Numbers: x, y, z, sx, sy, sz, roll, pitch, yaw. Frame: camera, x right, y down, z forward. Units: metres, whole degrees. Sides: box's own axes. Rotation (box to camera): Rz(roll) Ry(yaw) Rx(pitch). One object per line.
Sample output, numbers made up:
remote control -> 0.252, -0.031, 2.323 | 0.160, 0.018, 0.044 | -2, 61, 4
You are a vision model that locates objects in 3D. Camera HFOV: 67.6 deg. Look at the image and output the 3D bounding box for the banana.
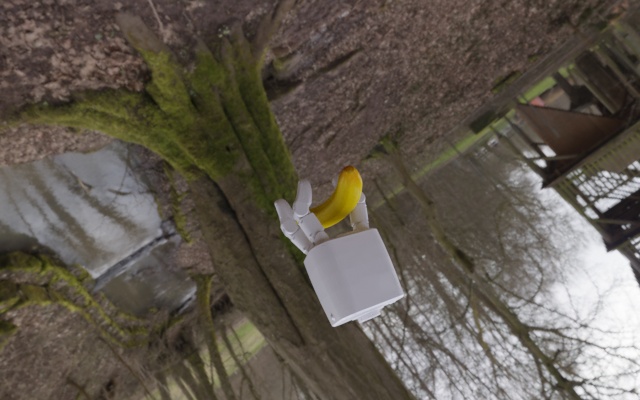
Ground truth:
banana -> 0.014, 0.006, 0.702 | 0.069, 0.037, 0.198 | 9, -28, -31
